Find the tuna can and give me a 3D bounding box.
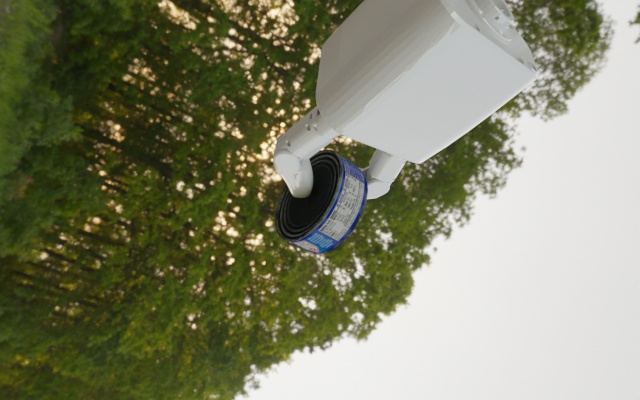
[{"bbox_3d":[0.000,0.002,0.410,0.034,0.086,0.086,30,-16,-30],"label":"tuna can"}]
